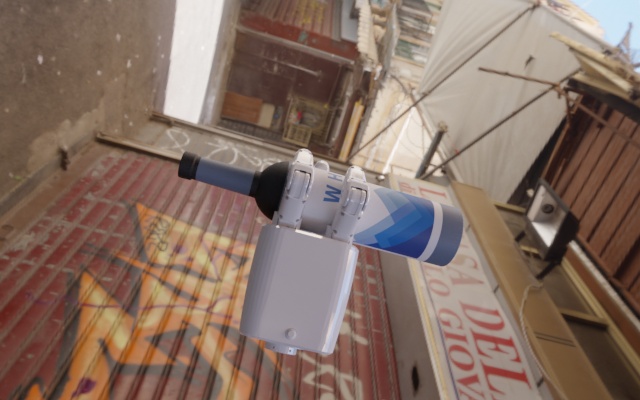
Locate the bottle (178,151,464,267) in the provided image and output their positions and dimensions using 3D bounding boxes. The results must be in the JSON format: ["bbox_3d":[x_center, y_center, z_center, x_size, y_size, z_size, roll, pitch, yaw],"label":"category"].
[{"bbox_3d":[0.000,0.002,0.503,0.296,0.069,0.069,15,-2,-8],"label":"bottle"}]
